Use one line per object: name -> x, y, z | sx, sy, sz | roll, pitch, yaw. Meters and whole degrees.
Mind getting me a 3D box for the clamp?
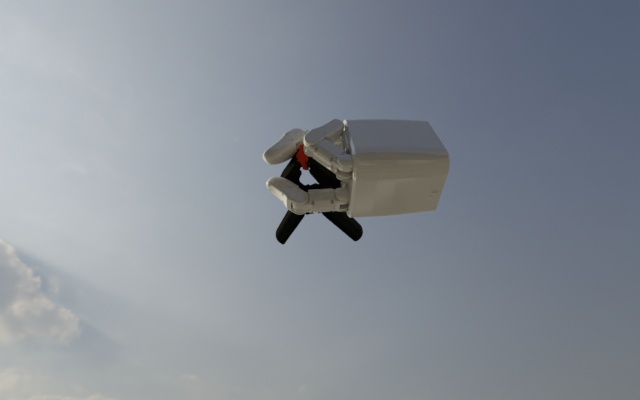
clamp -> 0.000, 0.001, 0.614 | 0.120, 0.039, 0.172 | -2, -40, -4
